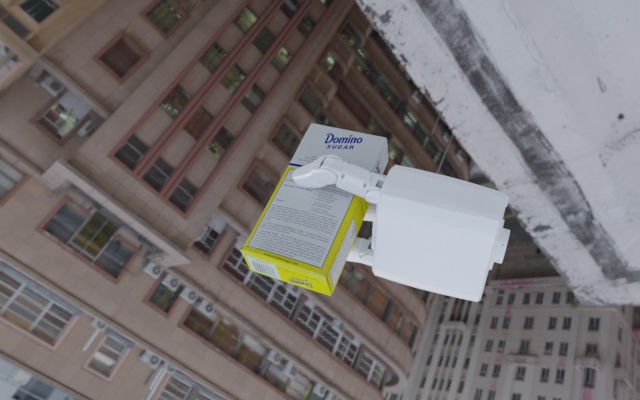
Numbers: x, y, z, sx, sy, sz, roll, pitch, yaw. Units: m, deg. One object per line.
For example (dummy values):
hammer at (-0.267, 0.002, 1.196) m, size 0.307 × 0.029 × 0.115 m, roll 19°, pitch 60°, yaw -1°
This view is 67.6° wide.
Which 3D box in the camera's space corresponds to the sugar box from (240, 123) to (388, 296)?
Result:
sugar box at (0.000, 0.002, 0.495) m, size 0.093 × 0.176 × 0.048 m, roll 15°, pitch -34°, yaw 20°
